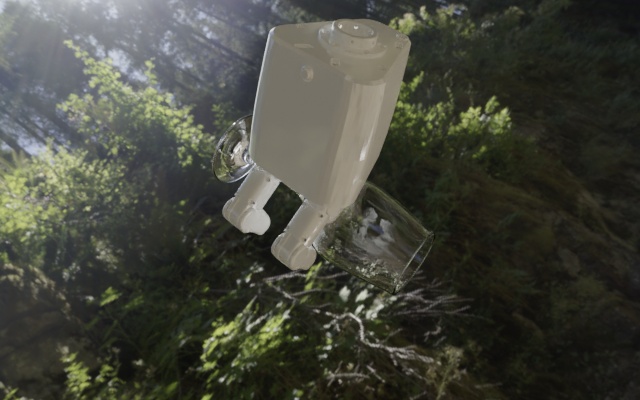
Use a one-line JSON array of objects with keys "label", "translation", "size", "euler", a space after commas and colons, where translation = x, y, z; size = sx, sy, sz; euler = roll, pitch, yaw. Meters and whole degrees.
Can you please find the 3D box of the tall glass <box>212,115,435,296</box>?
[{"label": "tall glass", "translation": [0.000, 0.001, 0.426], "size": [0.201, 0.079, 0.079], "euler": [34, 14, 21]}]
